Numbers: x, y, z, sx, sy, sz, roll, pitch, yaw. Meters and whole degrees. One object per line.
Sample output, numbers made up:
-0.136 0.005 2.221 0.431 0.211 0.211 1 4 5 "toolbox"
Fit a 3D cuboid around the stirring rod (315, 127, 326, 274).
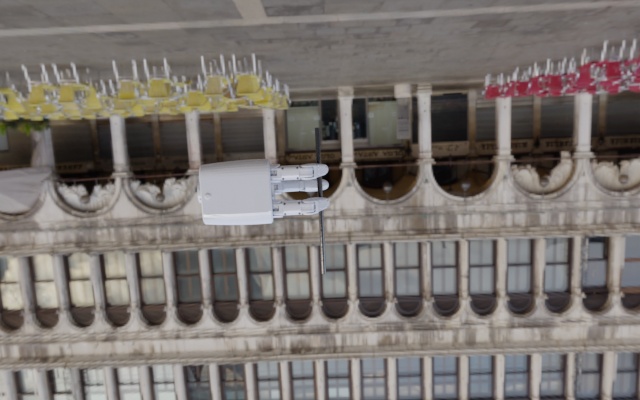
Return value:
0.000 0.002 0.779 0.011 0.239 0.011 -3 9 0 "stirring rod"
